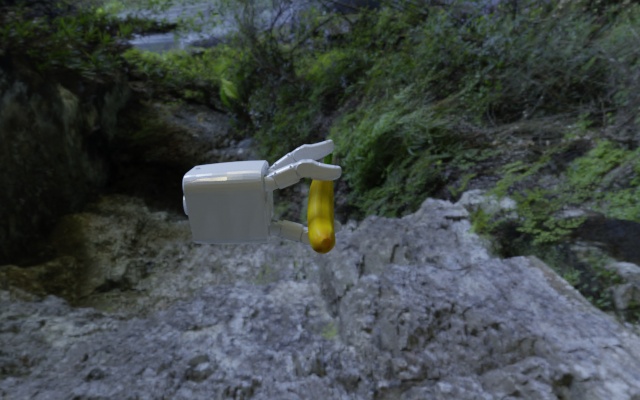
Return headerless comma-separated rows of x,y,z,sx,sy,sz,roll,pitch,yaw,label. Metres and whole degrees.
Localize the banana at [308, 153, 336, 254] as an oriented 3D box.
0.000,0.015,0.639,0.037,0.070,0.197,-1,38,0,banana
